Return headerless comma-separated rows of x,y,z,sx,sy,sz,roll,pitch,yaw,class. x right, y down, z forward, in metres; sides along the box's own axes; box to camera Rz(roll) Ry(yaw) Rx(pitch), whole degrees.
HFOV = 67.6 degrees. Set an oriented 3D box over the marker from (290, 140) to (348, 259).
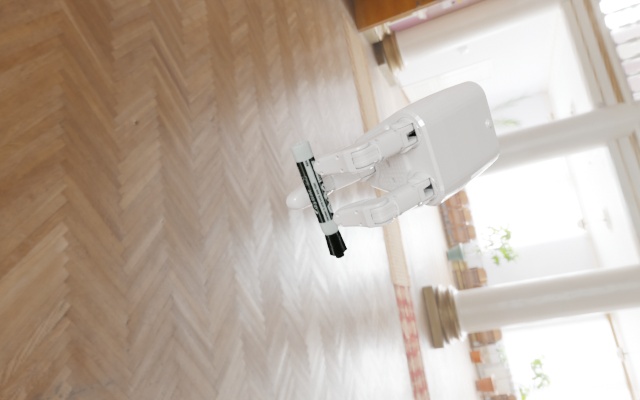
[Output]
0.000,0.002,0.461,0.020,0.121,0.020,-19,16,6,marker
